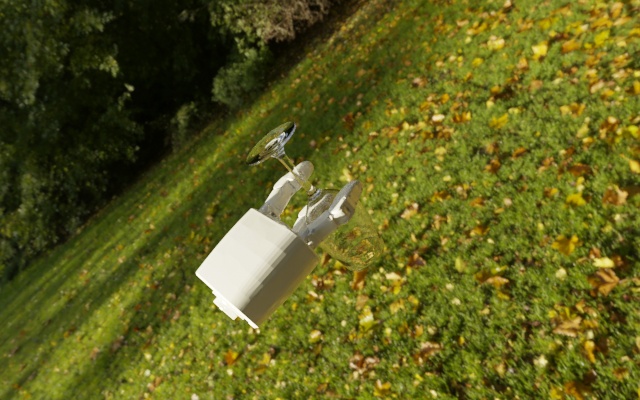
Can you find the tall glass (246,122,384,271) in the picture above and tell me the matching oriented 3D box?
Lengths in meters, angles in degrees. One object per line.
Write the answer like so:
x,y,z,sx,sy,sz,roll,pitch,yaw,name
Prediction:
0.000,0.001,0.596,0.201,0.079,0.079,49,-26,-25,tall glass
